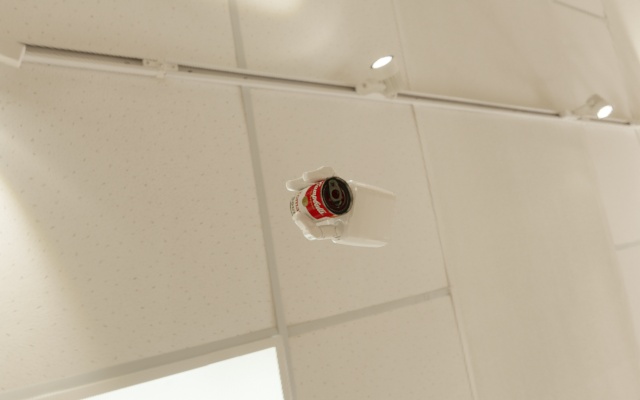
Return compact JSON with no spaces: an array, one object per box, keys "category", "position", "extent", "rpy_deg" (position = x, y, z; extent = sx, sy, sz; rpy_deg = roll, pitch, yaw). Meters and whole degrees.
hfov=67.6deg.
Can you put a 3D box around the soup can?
[{"category":"soup can","position":[0.000,0.003,0.840],"extent":[0.068,0.068,0.102],"rpy_deg":[0,-13,-36]}]
